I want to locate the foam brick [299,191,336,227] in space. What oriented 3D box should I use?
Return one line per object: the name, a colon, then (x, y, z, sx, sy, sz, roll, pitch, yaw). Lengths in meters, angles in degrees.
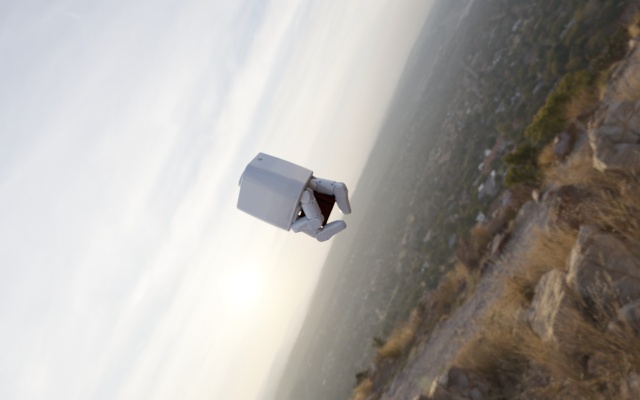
foam brick: (0.000, 0.003, 0.875, 0.051, 0.053, 0.078, 22, 26, 2)
